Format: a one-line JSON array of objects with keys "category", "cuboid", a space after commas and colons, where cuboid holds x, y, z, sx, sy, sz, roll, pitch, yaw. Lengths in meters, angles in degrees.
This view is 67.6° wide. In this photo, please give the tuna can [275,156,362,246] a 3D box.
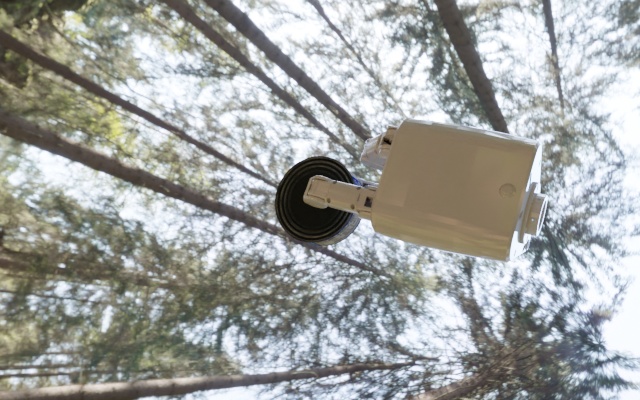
[{"category": "tuna can", "cuboid": [0.000, 0.002, 0.473, 0.086, 0.086, 0.034, 0, -13, 25]}]
